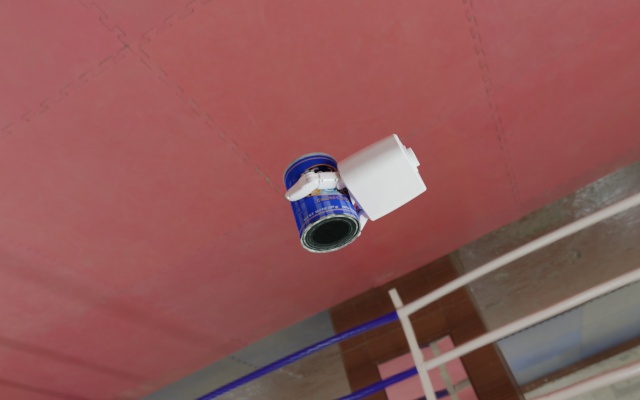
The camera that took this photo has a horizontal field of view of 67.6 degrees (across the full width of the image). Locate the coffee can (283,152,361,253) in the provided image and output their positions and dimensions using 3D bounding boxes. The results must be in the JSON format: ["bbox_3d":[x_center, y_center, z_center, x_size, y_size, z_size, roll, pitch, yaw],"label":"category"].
[{"bbox_3d":[0.000,0.003,0.814,0.103,0.140,0.103,-11,-38,-9],"label":"coffee can"}]
